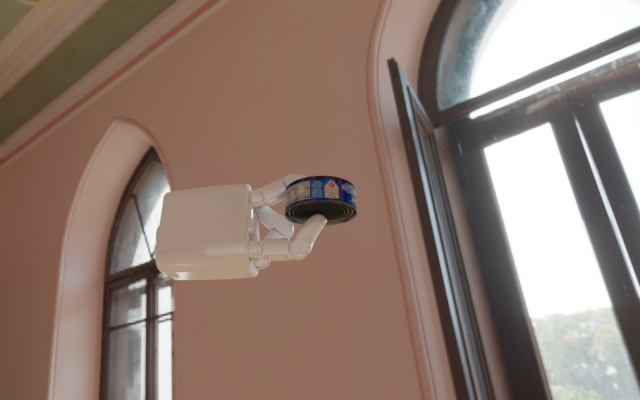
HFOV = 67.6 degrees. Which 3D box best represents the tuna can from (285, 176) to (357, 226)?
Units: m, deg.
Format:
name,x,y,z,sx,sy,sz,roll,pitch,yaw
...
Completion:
name,x,y,z,sx,sy,sz,roll,pitch,yaw
tuna can,0.000,0.001,0.570,0.086,0.033,0.086,-1,-21,0
